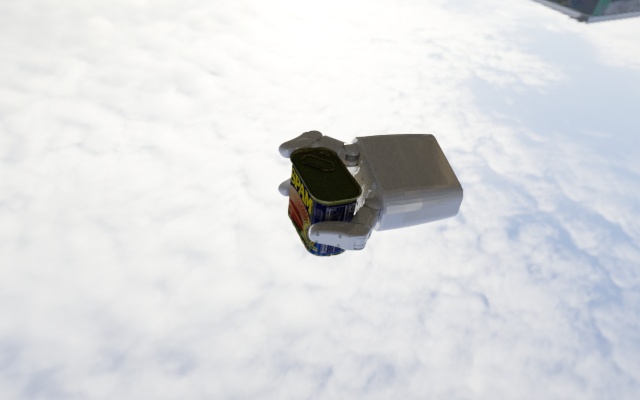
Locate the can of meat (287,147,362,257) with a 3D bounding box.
[{"bbox_3d":[0.000,0.002,0.543,0.057,0.084,0.102,-9,41,-21],"label":"can of meat"}]
